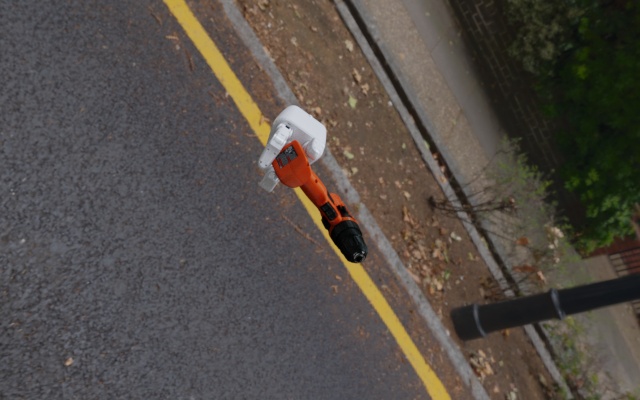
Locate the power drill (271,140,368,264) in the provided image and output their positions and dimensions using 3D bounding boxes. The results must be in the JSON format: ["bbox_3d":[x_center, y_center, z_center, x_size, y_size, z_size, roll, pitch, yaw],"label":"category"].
[{"bbox_3d":[0.000,0.002,0.782,0.057,0.188,0.184,-36,33,3],"label":"power drill"}]
